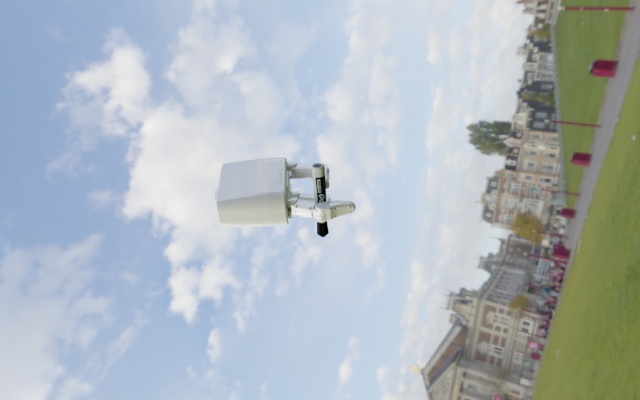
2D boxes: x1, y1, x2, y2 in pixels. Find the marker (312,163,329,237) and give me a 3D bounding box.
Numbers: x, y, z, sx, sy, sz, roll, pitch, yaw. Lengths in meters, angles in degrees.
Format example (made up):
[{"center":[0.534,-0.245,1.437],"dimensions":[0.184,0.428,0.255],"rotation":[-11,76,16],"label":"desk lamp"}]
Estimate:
[{"center":[0.000,0.002,0.714],"dimensions":[0.020,0.121,0.020],"rotation":[-3,29,2],"label":"marker"}]
